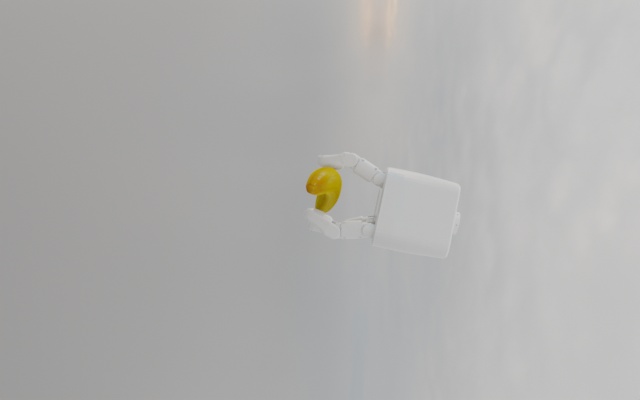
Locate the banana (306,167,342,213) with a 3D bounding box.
[{"bbox_3d":[0.007,-0.014,0.699,0.037,0.069,0.198,21,-15,8],"label":"banana"}]
